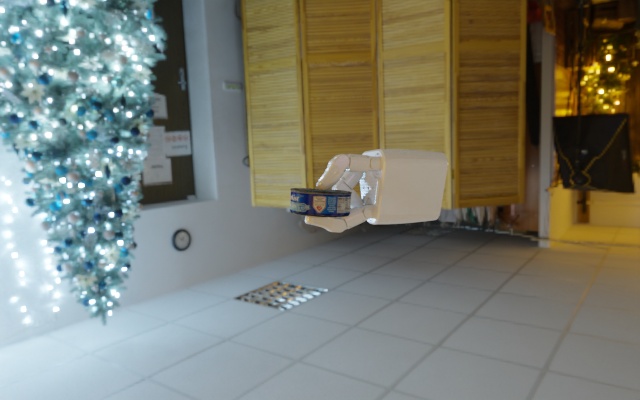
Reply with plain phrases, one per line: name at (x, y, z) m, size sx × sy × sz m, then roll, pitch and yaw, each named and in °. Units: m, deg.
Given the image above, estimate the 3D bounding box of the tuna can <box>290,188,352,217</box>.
tuna can at (0.000, 0.003, 0.666) m, size 0.086 × 0.034 × 0.086 m, roll 3°, pitch 4°, yaw 0°
